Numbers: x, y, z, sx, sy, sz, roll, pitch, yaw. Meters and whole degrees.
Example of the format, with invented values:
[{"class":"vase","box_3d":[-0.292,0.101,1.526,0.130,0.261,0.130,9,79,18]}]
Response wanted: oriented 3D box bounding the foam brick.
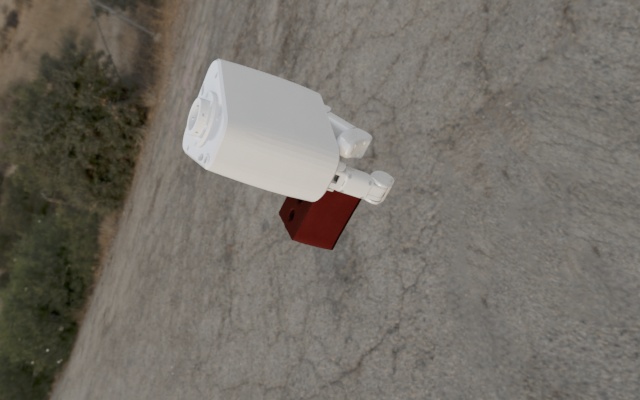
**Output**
[{"class":"foam brick","box_3d":[0.000,0.002,0.488,0.051,0.078,0.053,14,25,-31]}]
